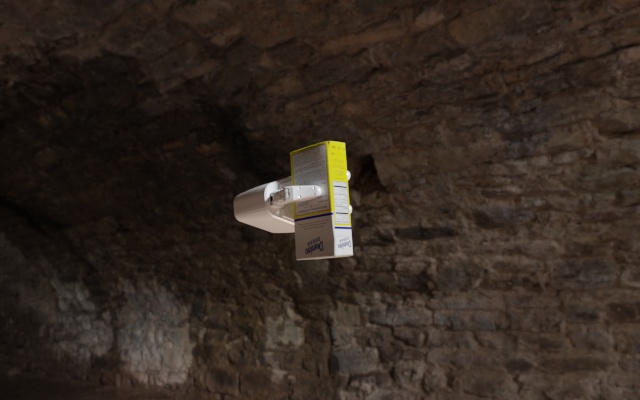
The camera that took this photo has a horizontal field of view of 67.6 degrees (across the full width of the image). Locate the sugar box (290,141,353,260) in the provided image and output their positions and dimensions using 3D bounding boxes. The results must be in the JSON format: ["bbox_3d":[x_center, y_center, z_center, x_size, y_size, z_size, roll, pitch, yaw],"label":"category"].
[{"bbox_3d":[0.000,0.002,0.748,0.048,0.176,0.093,1,-8,-43],"label":"sugar box"}]
